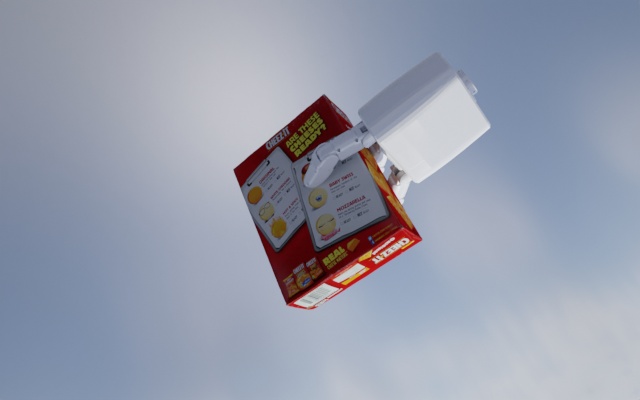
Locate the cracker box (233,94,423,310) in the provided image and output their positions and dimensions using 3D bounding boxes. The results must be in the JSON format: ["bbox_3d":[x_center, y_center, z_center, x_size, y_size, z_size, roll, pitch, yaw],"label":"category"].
[{"bbox_3d":[0.000,0.002,0.593,0.164,0.213,0.072,-37,-33,16],"label":"cracker box"}]
